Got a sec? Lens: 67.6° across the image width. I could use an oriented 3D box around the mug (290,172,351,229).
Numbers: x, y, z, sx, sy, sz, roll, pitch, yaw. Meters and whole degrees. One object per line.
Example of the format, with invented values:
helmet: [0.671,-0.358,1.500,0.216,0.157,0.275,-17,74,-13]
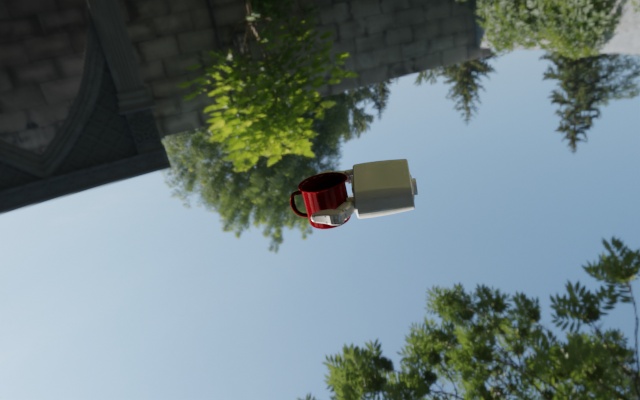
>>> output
mug: [-0.001,0.003,0.898,0.117,0.081,0.093,-8,23,11]
